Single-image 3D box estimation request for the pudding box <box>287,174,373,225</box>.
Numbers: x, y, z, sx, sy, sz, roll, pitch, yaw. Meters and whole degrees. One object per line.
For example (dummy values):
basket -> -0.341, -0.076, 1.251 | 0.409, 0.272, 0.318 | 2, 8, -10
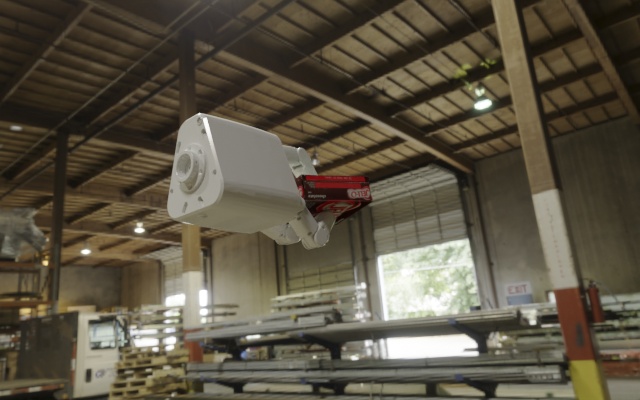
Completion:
pudding box -> 0.000, 0.002, 0.602 | 0.090, 0.039, 0.113 | 1, -16, -22
